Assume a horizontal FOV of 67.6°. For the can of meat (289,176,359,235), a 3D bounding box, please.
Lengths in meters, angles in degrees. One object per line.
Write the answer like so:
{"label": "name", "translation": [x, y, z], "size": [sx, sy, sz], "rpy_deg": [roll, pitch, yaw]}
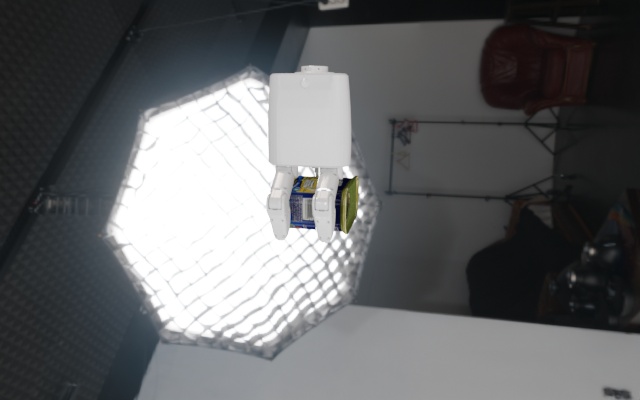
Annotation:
{"label": "can of meat", "translation": [0.000, 0.002, 0.605], "size": [0.084, 0.057, 0.102], "rpy_deg": [3, 17, 12]}
